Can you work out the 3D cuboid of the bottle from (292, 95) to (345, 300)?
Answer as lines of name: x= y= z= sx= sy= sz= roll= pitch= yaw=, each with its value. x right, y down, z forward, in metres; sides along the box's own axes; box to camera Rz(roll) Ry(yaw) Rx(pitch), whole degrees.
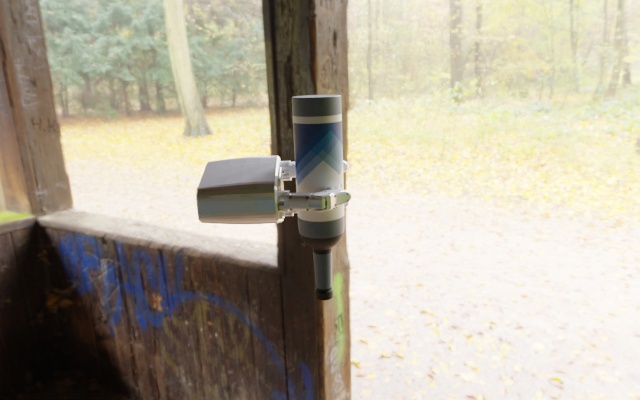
bottle: x=0.000 y=0.002 z=0.678 sx=0.069 sy=0.296 sz=0.069 roll=-2 pitch=15 yaw=1
